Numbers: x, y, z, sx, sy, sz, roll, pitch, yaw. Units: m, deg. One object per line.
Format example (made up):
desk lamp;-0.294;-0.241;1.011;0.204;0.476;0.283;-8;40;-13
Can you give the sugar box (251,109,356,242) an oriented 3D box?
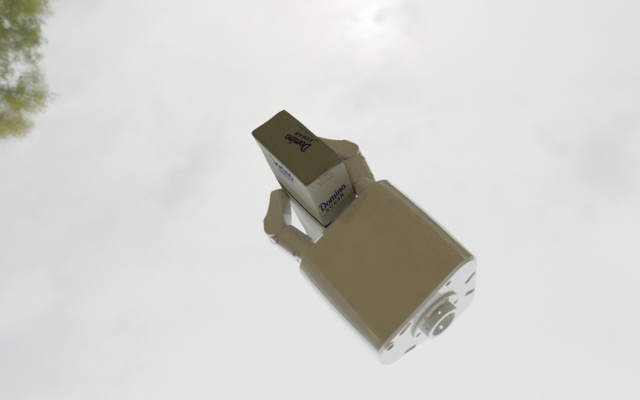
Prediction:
sugar box;0.001;0.001;0.473;0.048;0.176;0.093;-36;53;-12
